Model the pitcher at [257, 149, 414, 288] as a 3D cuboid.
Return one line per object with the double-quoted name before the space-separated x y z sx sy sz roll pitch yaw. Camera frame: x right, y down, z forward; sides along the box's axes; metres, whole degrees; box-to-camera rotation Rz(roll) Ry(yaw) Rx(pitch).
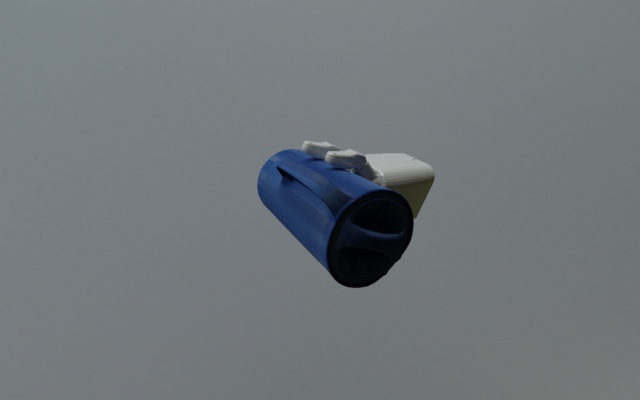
"pitcher" 0.000 0.002 0.670 0.145 0.149 0.242 -9 25 -31
